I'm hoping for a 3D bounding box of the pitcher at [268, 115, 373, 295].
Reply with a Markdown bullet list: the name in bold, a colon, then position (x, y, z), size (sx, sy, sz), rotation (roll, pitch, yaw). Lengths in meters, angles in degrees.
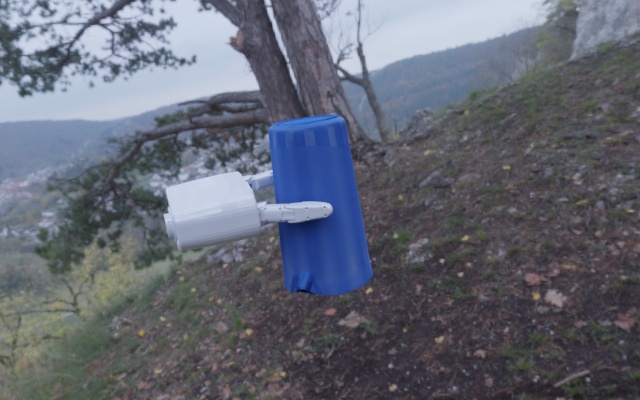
- **pitcher**: position (0.000, 0.002, 0.695), size (0.145, 0.243, 0.149), rotation (-12, 15, -16)
